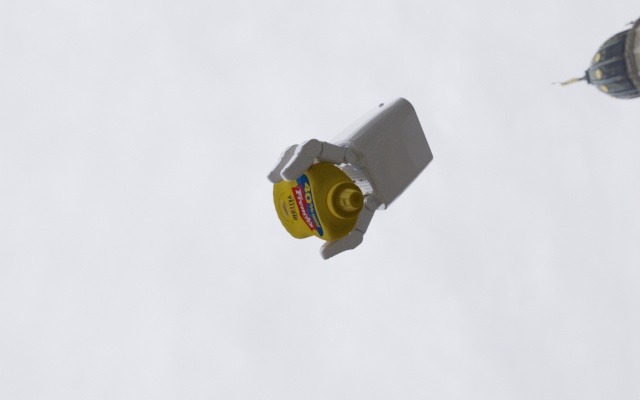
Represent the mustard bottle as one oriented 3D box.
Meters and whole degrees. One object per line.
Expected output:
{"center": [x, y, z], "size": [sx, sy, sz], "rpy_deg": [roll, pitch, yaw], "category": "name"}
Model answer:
{"center": [0.000, 0.002, 0.589], "size": [0.058, 0.096, 0.191], "rpy_deg": [-16, 5, -24], "category": "mustard bottle"}
